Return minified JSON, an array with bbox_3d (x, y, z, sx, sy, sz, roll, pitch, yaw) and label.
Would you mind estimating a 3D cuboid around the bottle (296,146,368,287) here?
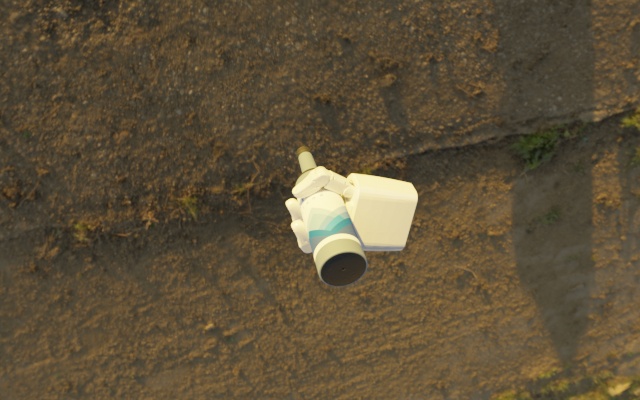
[{"bbox_3d":[0.000,0.003,0.739,0.069,0.069,0.295,0,37,-15],"label":"bottle"}]
